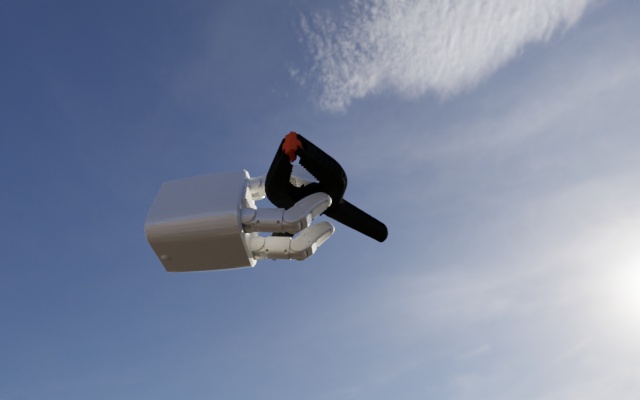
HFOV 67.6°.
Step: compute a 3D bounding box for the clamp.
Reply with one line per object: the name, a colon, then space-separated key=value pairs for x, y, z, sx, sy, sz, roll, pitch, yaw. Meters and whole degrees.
clamp: x=0.000 y=0.001 z=0.571 sx=0.164 sy=0.036 sz=0.210 roll=-7 pitch=-40 yaw=1
